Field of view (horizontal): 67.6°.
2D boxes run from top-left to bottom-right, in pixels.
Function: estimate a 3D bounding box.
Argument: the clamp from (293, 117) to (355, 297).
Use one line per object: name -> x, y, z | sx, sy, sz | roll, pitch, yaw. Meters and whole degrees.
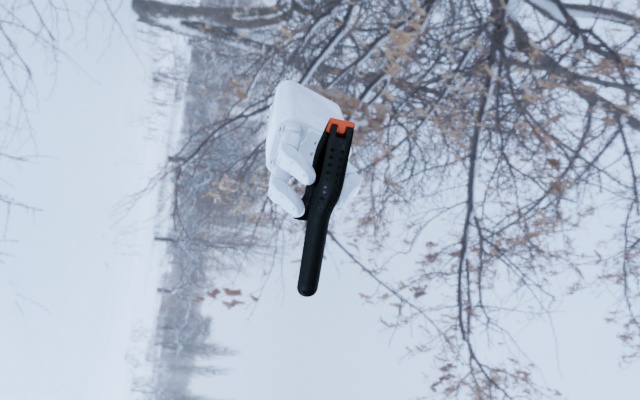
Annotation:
clamp -> 0.001, 0.001, 0.582 | 0.036, 0.210, 0.164 | 8, 41, -13
